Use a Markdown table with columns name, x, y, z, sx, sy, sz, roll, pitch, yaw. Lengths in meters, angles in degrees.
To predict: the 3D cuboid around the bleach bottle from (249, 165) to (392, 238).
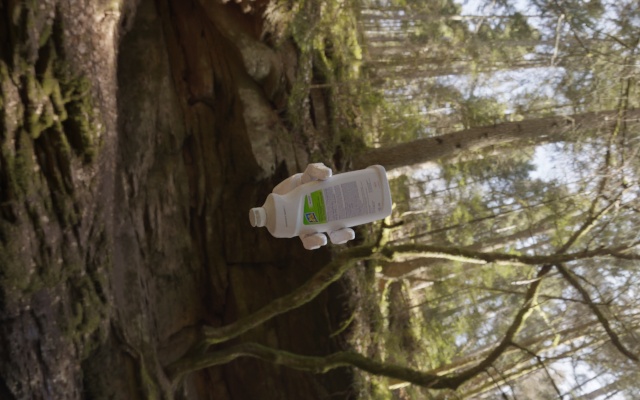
| name | x | y | z | sx | sy | sz | roll | pitch | yaw |
| --- | --- | --- | --- | --- | --- | --- | --- | --- | --- |
| bleach bottle | 0.000 | 0.003 | 0.818 | 0.251 | 0.102 | 0.068 | -9 | -5 | -27 |
